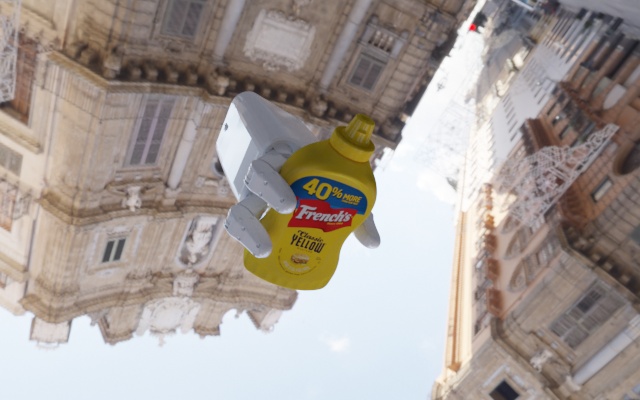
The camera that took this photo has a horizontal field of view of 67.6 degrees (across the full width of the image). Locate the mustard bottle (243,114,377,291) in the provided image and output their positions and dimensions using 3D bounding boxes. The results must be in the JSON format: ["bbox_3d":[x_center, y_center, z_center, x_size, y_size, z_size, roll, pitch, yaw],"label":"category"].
[{"bbox_3d":[0.000,0.002,0.464,0.096,0.192,0.058,19,30,-16],"label":"mustard bottle"}]
